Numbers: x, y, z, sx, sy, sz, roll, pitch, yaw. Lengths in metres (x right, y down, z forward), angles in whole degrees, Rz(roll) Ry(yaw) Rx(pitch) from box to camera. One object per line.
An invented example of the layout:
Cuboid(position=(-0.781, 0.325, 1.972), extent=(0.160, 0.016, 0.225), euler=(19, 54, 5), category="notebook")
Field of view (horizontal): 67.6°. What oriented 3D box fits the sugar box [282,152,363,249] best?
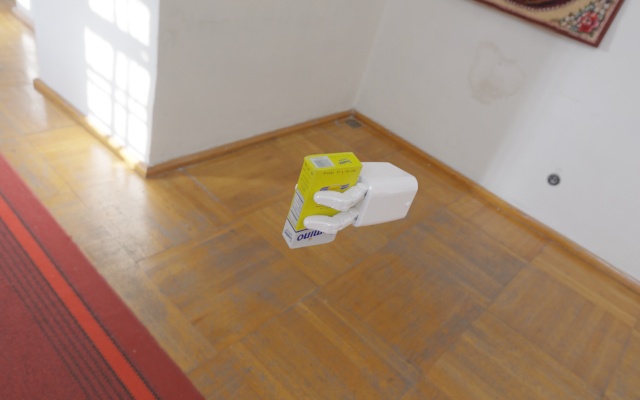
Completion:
Cuboid(position=(0.001, 0.003, 0.811), extent=(0.093, 0.176, 0.048), euler=(-7, 42, -29), category="sugar box")
